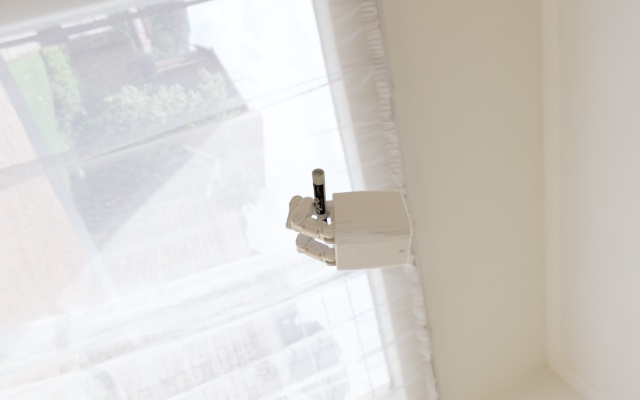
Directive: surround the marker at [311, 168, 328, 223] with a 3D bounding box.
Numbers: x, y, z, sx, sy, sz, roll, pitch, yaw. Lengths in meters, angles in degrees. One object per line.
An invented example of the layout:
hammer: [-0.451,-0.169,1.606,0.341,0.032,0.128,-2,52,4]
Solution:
marker: [0.000,0.002,0.692,0.020,0.020,0.121,0,-42,4]
